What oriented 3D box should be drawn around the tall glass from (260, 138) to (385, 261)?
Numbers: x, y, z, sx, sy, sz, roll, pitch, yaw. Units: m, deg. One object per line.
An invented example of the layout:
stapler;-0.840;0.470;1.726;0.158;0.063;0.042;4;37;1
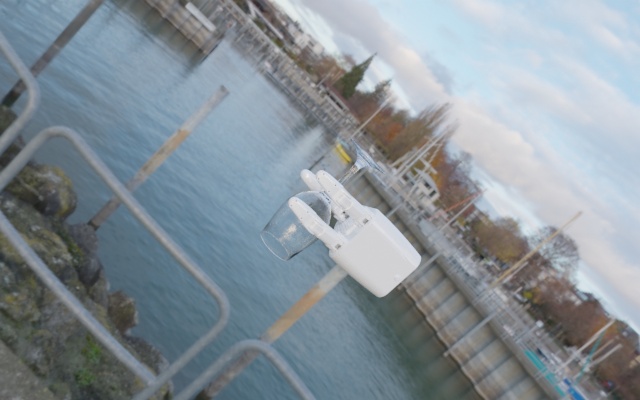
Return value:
tall glass;0.000;0.002;0.720;0.201;0.079;0.079;-44;-9;9
